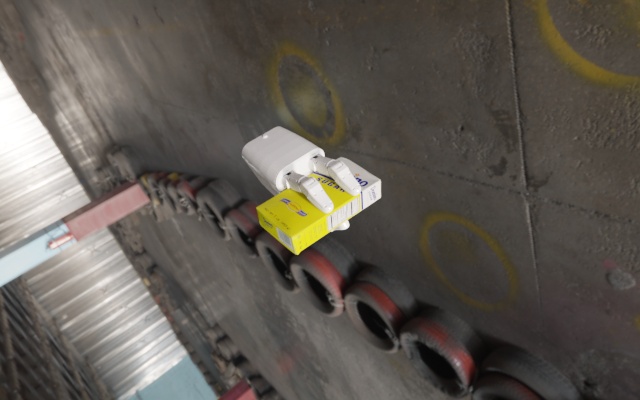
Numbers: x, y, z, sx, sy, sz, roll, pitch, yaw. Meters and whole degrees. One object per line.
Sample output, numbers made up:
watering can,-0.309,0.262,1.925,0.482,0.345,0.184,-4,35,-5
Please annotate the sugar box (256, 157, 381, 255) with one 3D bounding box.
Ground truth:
sugar box,0.000,0.002,0.736,0.176,0.048,0.093,-35,49,-24
